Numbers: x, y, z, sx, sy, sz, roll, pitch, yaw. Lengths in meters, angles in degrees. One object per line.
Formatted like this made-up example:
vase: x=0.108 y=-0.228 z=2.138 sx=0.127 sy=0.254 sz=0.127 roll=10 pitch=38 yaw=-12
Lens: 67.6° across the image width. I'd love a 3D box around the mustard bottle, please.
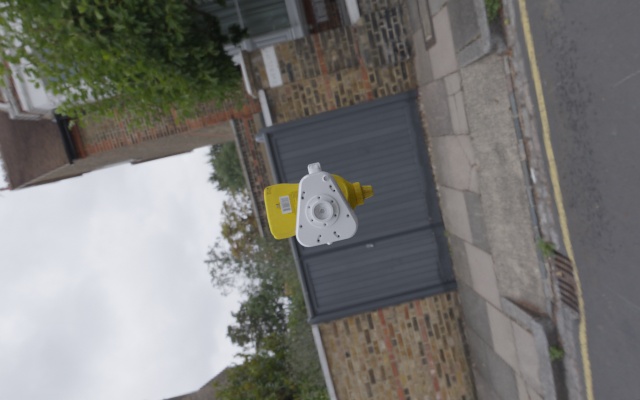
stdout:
mustard bottle: x=0.000 y=0.003 z=0.857 sx=0.191 sy=0.096 sz=0.058 roll=-13 pitch=-24 yaw=1
